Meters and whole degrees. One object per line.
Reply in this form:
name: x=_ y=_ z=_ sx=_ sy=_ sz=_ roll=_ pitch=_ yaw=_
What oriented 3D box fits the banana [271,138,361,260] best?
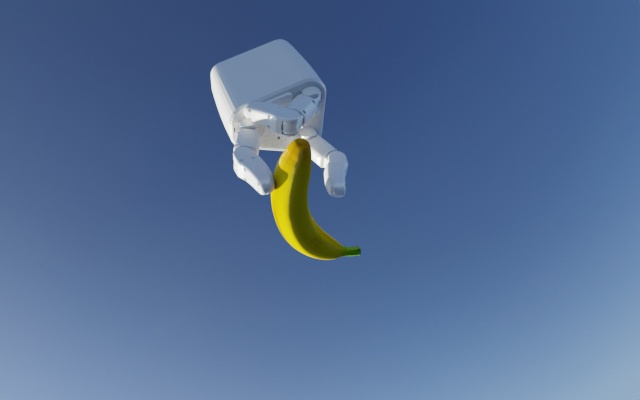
banana: x=-0.015 y=0.013 z=0.505 sx=0.069 sy=0.037 sz=0.198 roll=-29 pitch=-40 yaw=0
